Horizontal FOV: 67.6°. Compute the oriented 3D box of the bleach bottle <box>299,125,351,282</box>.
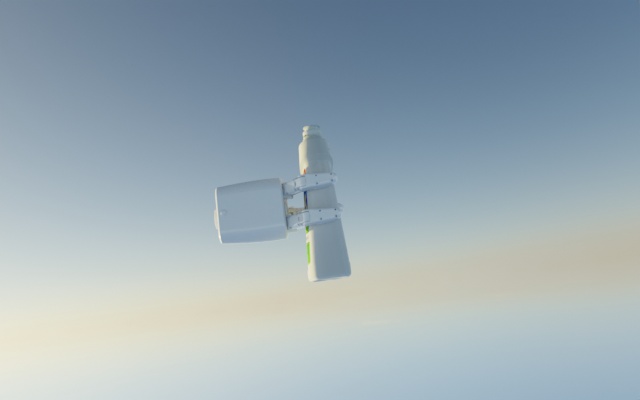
[{"bbox_3d":[0.000,0.003,0.779,0.068,0.250,0.102,-6,-11,-5],"label":"bleach bottle"}]
